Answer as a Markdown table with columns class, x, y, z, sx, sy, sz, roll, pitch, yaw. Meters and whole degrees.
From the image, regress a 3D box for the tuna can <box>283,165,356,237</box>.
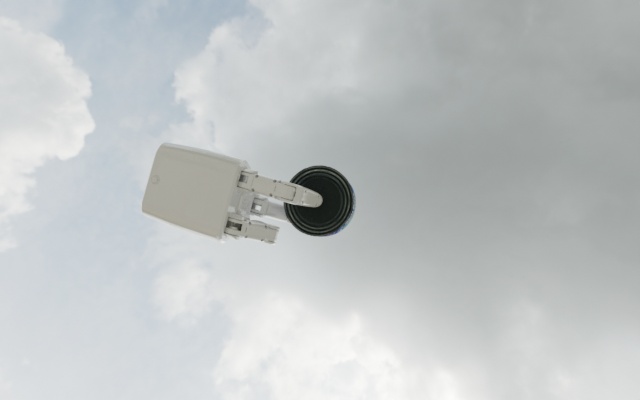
| class | x | y | z | sx | sy | sz | roll | pitch | yaw |
| --- | --- | --- | --- | --- | --- | --- | --- | --- | --- |
| tuna can | 0.000 | 0.002 | 0.586 | 0.086 | 0.086 | 0.034 | 0 | -6 | 11 |
